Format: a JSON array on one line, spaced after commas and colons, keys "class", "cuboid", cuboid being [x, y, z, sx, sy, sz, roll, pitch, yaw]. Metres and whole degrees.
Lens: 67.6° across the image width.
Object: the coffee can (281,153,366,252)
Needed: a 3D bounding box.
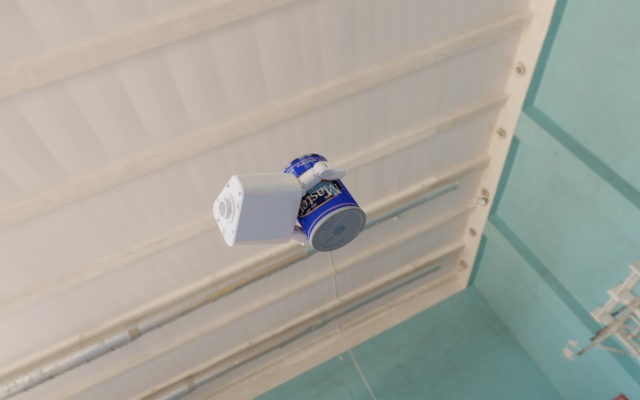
[{"class": "coffee can", "cuboid": [0.000, 0.003, 0.821, 0.103, 0.103, 0.140, 0, 43, -38]}]
